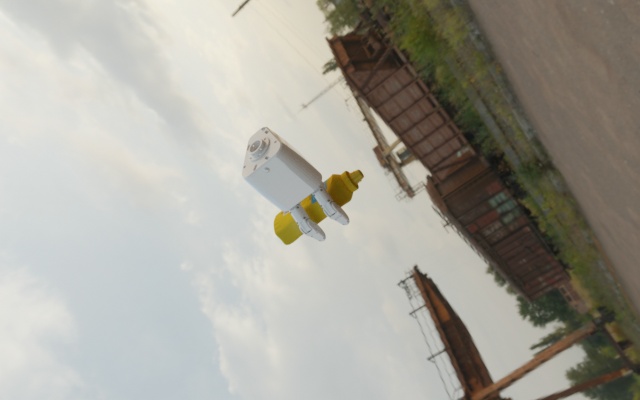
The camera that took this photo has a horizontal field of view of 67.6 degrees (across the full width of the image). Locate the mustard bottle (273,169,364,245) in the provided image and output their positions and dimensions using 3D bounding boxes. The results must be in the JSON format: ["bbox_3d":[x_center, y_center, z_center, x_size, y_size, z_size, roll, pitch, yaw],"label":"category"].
[{"bbox_3d":[0.000,0.003,0.897,0.192,0.058,0.096,-36,15,18],"label":"mustard bottle"}]
